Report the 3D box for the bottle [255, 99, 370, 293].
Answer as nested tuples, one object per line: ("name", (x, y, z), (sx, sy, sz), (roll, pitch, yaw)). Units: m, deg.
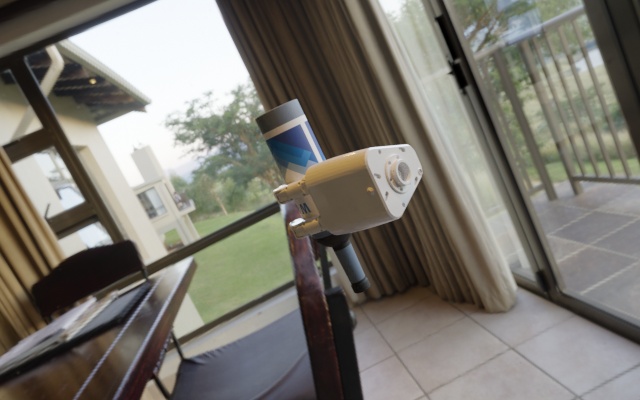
("bottle", (0.000, 0.002, 0.695), (0.069, 0.296, 0.069), (-25, 9, 4))
